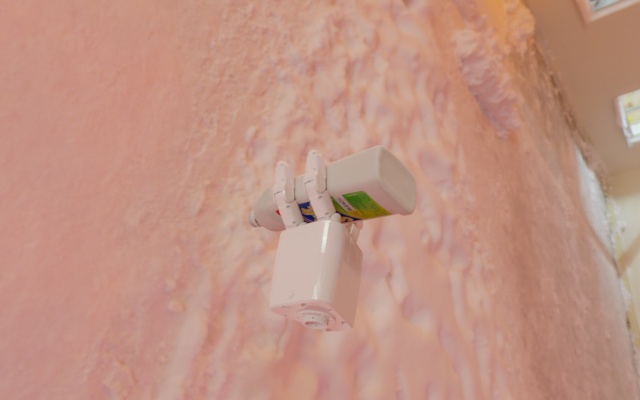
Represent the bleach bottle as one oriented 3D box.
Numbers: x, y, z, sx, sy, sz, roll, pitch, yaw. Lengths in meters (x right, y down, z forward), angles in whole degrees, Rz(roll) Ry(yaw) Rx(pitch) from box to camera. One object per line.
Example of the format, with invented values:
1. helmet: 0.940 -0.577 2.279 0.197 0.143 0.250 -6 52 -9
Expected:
1. bleach bottle: 0.000 0.002 0.669 0.251 0.068 0.103 -17 -40 36
